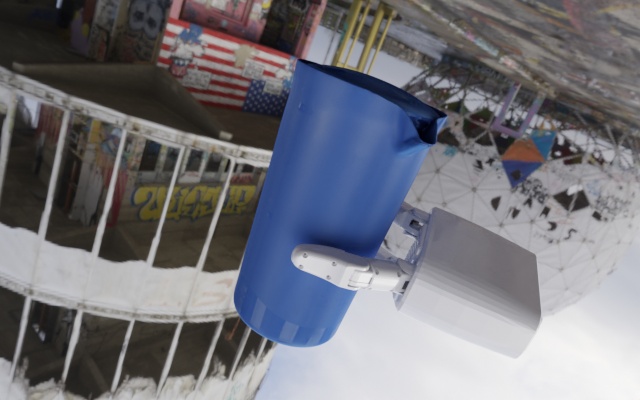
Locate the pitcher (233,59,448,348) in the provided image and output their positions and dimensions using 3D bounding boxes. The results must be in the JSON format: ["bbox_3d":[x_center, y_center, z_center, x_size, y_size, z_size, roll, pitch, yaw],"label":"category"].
[{"bbox_3d":[0.000,0.002,0.441,0.145,0.243,0.149,23,18,5],"label":"pitcher"}]
